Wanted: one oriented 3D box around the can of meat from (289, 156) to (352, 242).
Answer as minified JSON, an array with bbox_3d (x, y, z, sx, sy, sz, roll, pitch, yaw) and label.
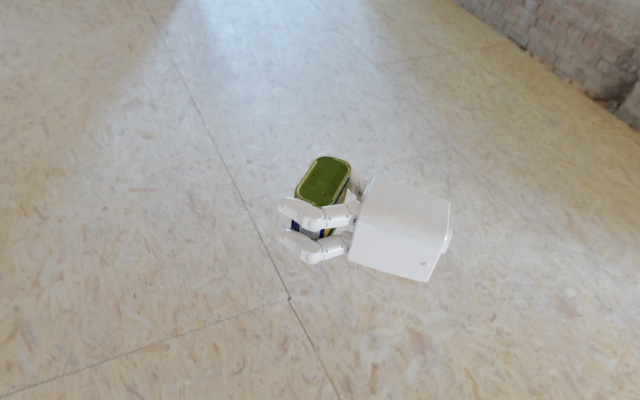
[{"bbox_3d":[0.000,0.002,0.631,0.057,0.084,0.102,21,46,10],"label":"can of meat"}]
